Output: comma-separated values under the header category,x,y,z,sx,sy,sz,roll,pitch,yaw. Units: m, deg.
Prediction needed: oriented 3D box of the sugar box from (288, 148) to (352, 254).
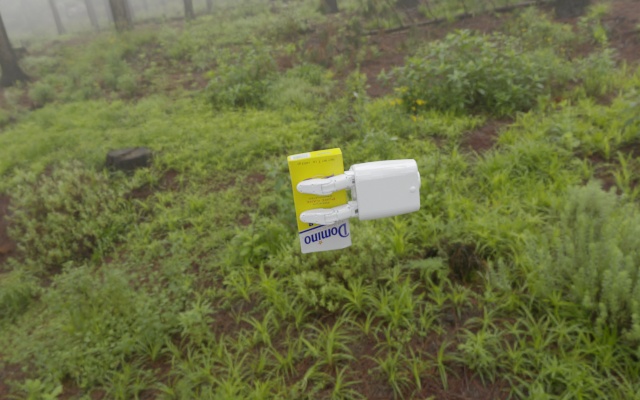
category,x,y,z,sx,sy,sz,roll,pitch,yaw
sugar box,0.000,0.003,0.839,0.093,0.176,0.048,-8,19,-1
